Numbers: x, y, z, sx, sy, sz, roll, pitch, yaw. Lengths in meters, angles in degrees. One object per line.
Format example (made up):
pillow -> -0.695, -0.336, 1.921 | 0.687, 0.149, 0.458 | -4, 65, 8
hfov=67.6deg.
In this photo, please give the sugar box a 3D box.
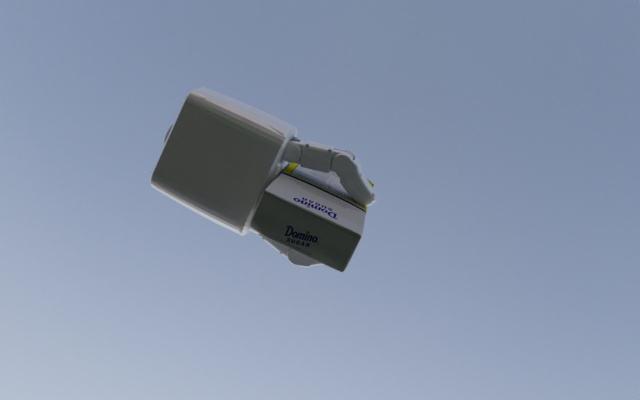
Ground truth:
sugar box -> 0.000, 0.002, 0.483 | 0.093, 0.048, 0.176 | 25, 22, 2
